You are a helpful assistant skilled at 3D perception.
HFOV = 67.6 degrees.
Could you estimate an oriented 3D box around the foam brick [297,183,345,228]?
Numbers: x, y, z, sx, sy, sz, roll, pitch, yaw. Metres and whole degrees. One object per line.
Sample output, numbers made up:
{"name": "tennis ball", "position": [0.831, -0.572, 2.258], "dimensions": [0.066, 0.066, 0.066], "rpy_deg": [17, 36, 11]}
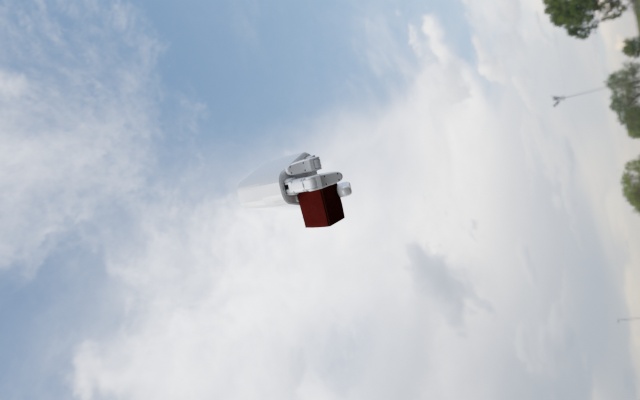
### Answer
{"name": "foam brick", "position": [0.000, 0.003, 0.802], "dimensions": [0.051, 0.078, 0.053], "rpy_deg": [-9, 8, 35]}
